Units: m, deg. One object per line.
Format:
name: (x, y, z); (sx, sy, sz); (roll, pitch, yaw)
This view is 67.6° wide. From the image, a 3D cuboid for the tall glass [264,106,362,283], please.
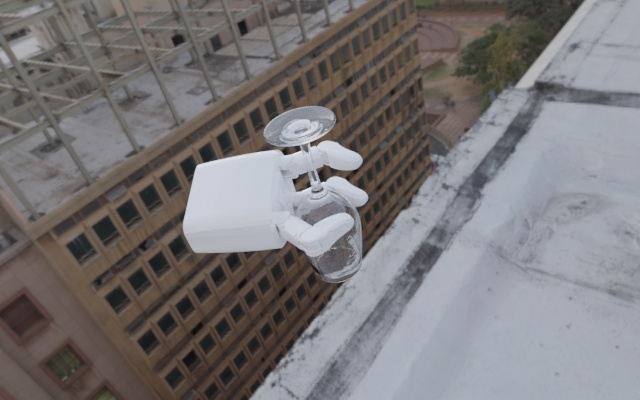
tall glass: (0.000, 0.001, 0.534); (0.079, 0.201, 0.079); (-10, 37, 8)
